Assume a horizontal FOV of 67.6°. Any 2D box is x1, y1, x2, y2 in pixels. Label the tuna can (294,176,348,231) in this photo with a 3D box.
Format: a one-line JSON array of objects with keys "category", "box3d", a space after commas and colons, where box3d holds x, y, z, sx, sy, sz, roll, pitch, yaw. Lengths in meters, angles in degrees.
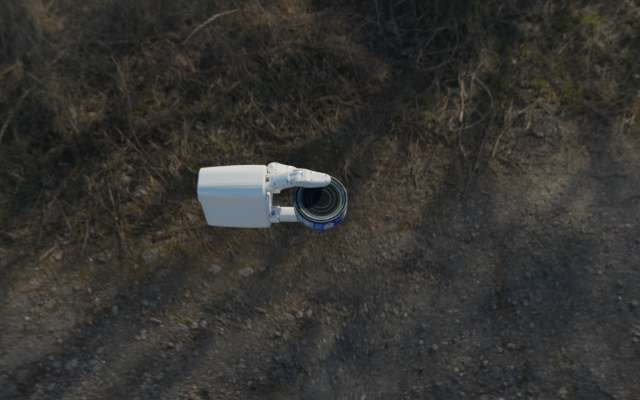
[{"category": "tuna can", "box3d": [0.000, 0.002, 0.755, 0.086, 0.086, 0.034, 0, -25, -2]}]
